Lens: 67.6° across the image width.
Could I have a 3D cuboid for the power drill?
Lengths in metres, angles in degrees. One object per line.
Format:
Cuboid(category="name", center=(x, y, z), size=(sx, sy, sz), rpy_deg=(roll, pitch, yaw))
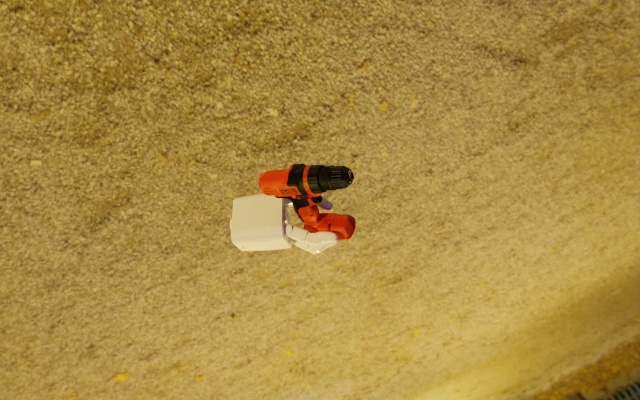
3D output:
Cuboid(category="power drill", center=(0.000, 0.003, 0.896), size=(0.184, 0.057, 0.188), rpy_deg=(-2, -38, 29))
